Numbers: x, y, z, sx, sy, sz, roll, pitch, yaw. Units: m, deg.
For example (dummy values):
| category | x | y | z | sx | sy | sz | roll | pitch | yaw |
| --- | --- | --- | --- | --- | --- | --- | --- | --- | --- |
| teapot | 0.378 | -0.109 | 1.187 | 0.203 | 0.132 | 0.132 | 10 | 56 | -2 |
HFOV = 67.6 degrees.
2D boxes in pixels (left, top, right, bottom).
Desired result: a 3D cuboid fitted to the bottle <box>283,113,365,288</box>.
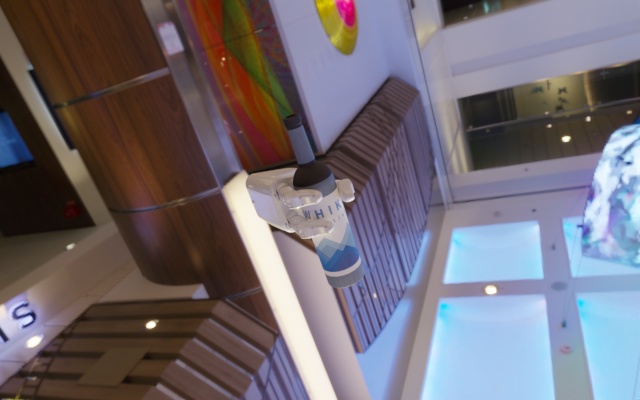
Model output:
| category | x | y | z | sx | sy | sz | roll | pitch | yaw |
| --- | --- | --- | --- | --- | --- | --- | --- | --- | --- |
| bottle | 0.000 | 0.003 | 0.771 | 0.069 | 0.296 | 0.069 | -16 | 22 | 7 |
